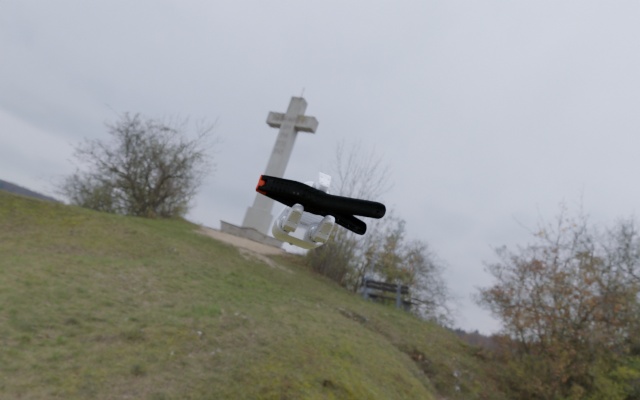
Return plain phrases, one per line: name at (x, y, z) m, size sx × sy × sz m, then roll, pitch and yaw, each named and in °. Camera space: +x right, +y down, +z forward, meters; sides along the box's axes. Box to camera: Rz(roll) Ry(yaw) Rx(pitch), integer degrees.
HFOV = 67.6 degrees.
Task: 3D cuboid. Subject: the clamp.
clamp at (0.000, 0.002, 0.770) m, size 0.210 × 0.036 × 0.164 m, roll 21°, pitch -16°, yaw -7°
